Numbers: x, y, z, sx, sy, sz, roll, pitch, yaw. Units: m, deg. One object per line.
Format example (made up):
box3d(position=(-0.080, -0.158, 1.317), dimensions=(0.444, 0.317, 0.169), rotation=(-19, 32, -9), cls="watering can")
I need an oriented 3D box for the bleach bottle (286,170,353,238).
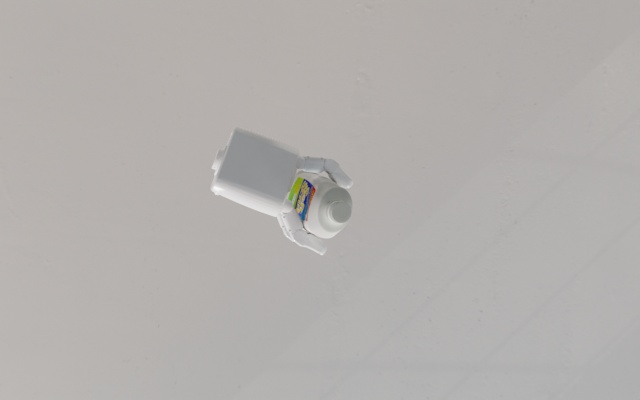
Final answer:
box3d(position=(0.000, 0.003, 0.753), dimensions=(0.068, 0.102, 0.251), rotation=(22, -3, -14), cls="bleach bottle")
